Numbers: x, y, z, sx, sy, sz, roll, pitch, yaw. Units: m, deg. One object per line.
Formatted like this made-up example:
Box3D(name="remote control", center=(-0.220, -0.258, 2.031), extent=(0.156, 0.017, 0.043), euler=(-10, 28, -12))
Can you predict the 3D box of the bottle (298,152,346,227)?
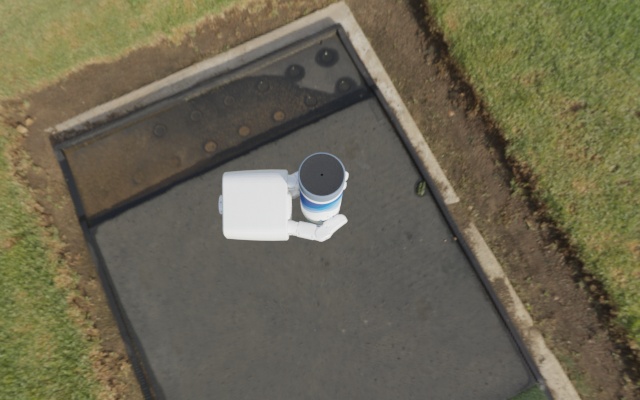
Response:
Box3D(name="bottle", center=(0.000, 0.003, 0.801), extent=(0.069, 0.069, 0.296), euler=(0, -15, -1))
